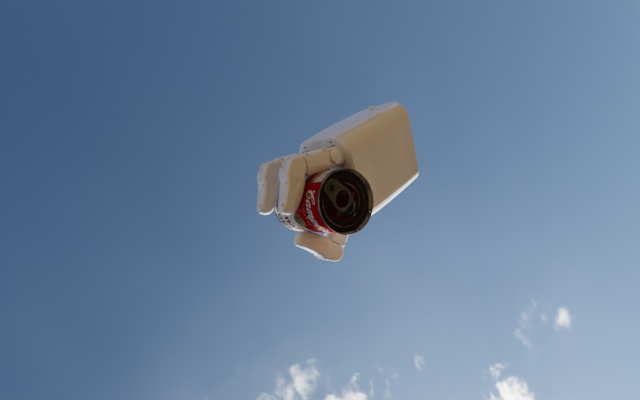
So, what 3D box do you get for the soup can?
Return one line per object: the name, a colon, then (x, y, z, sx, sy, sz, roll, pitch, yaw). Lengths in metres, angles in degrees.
soup can: (0.000, 0.002, 0.524, 0.068, 0.068, 0.102, 0, -1, -32)
